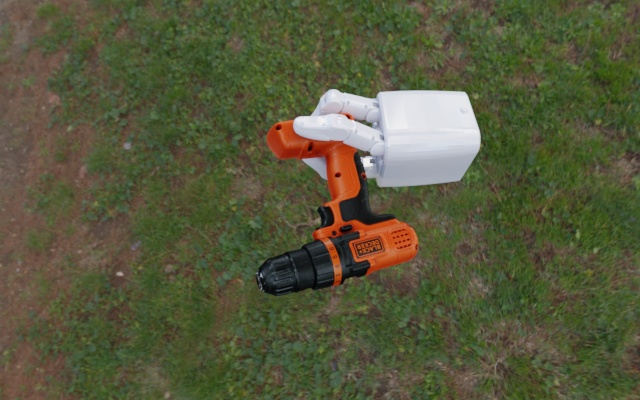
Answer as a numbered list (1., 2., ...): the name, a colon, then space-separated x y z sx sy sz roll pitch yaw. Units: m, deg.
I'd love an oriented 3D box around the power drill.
1. power drill: 0.000 0.001 0.532 0.184 0.187 0.057 -12 -15 -22
